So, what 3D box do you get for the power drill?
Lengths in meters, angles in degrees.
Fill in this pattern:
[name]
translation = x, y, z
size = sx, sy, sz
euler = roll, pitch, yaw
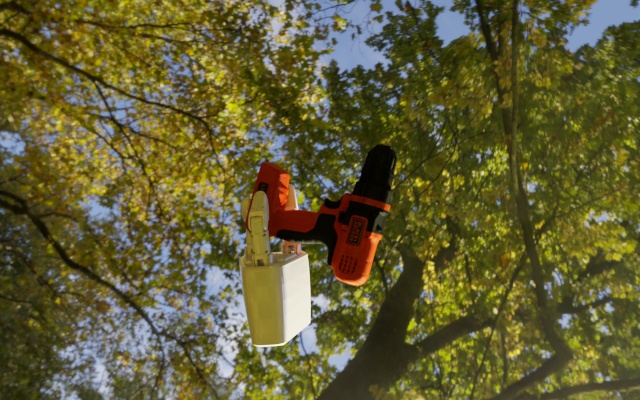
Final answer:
[power drill]
translation = 0.000, 0.002, 0.640
size = 0.187, 0.184, 0.057
euler = 14, -4, 26
